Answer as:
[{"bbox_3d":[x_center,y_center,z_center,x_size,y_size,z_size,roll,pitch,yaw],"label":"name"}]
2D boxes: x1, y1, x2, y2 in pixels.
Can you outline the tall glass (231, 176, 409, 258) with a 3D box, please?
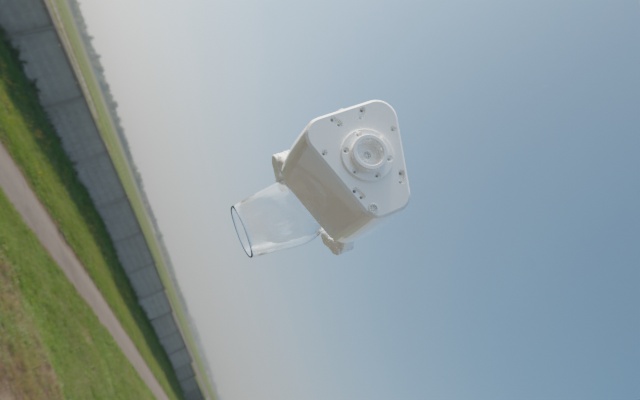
[{"bbox_3d":[0.001,0.002,0.560,0.201,0.079,0.079,-21,7,-18],"label":"tall glass"}]
